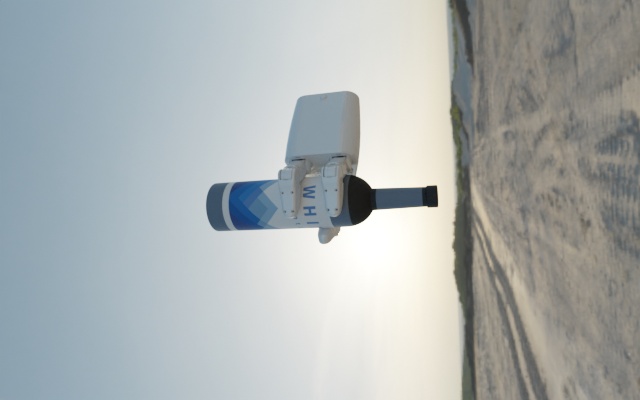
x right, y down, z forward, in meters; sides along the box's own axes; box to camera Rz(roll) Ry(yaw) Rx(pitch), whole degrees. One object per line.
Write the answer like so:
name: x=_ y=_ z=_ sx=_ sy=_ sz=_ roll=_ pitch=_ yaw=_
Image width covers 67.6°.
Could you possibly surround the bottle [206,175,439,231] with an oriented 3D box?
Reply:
bottle: x=0.000 y=0.002 z=0.616 sx=0.296 sy=0.069 sz=0.069 roll=-3 pitch=-1 yaw=16
